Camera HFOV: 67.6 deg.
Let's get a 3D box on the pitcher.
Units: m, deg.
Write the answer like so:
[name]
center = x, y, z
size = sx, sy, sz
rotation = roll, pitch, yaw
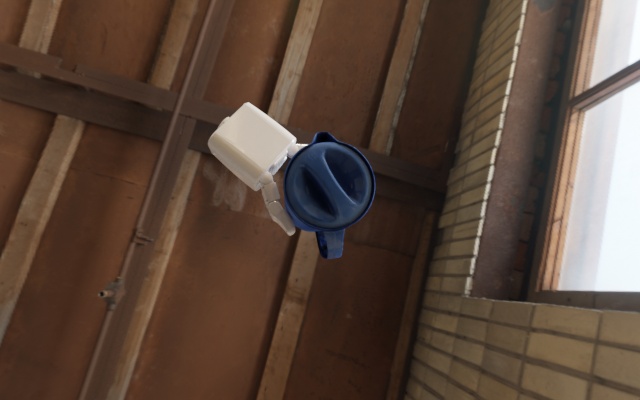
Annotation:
[pitcher]
center = 0.000, 0.002, 0.794
size = 0.145, 0.149, 0.243
rotation = 38, -10, -1
